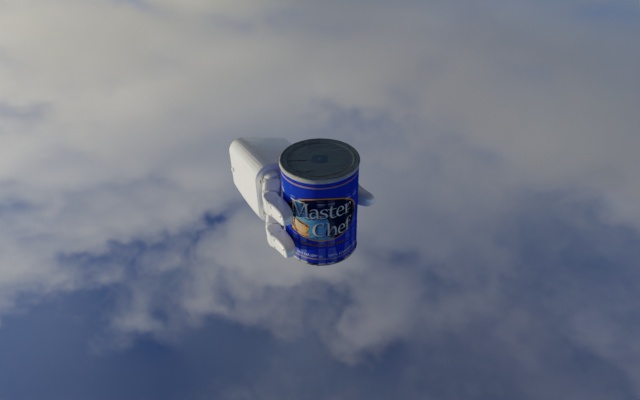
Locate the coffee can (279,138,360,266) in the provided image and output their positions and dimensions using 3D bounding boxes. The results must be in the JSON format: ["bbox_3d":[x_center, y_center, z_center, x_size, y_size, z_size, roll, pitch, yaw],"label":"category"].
[{"bbox_3d":[0.000,0.002,0.643,0.103,0.140,0.102,-1,36,1],"label":"coffee can"}]
